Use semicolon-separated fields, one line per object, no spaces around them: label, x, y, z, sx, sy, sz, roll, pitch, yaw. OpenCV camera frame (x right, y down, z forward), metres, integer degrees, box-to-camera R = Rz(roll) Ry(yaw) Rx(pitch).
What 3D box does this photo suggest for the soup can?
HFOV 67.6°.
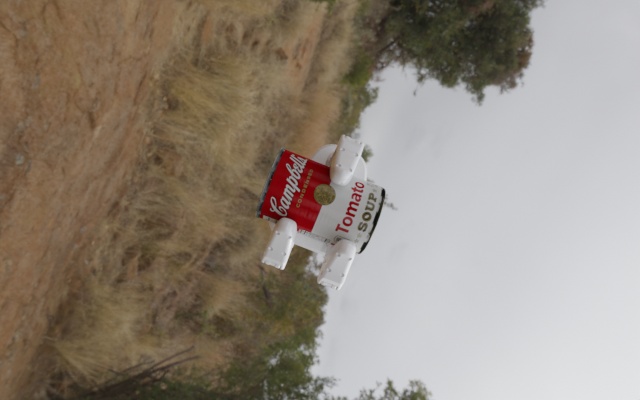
soup can;0.000;0.001;0.437;0.102;0.068;0.068;21;-1;-2
